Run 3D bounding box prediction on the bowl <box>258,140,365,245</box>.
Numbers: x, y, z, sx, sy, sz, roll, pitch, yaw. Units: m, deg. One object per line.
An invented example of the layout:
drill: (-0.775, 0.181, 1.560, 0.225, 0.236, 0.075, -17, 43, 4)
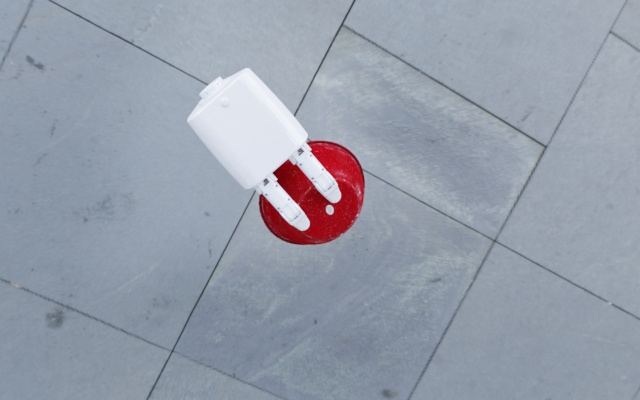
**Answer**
bowl: (0.001, 0.003, 0.657, 0.162, 0.162, 0.055, 0, 24, -25)
